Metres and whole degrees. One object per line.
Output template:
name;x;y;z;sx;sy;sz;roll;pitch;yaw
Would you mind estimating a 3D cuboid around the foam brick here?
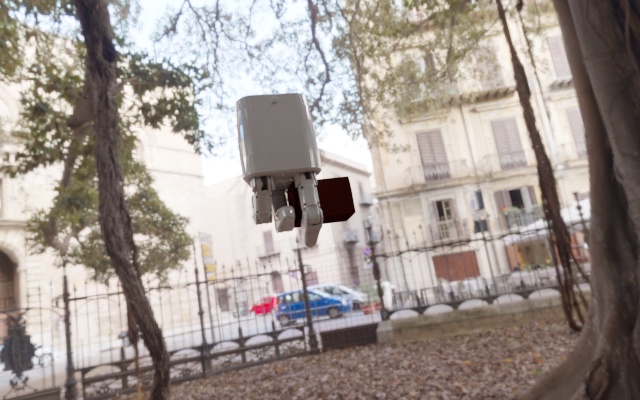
foam brick;0.000;0.002;0.629;0.078;0.051;0.053;-6;-14;-15
